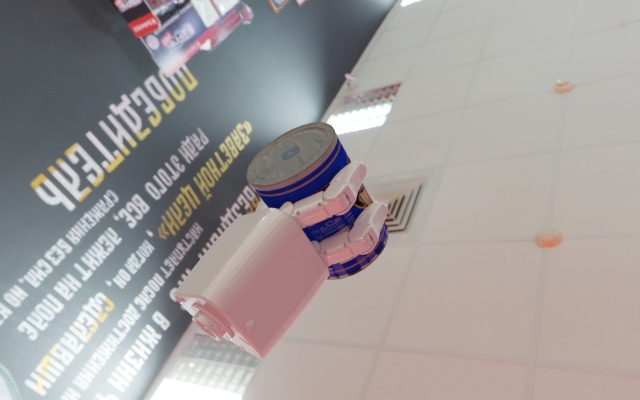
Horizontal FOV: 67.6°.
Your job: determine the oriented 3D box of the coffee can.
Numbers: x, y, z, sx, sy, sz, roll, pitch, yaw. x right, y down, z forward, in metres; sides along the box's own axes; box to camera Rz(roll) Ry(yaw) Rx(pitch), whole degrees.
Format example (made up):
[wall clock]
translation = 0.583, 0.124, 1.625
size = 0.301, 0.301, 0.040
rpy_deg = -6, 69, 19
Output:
[coffee can]
translation = 0.000, 0.001, 0.518
size = 0.103, 0.140, 0.102
rpy_deg = -22, 33, 15
